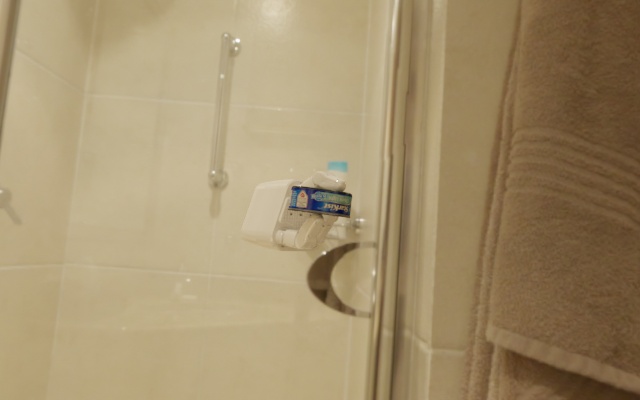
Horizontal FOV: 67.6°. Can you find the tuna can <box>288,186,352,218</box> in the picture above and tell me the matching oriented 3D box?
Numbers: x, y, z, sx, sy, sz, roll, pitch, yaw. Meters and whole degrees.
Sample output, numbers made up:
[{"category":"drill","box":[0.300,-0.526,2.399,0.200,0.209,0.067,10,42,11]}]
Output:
[{"category":"tuna can","box":[0.000,0.002,0.651,0.086,0.034,0.086,8,-2,0]}]
